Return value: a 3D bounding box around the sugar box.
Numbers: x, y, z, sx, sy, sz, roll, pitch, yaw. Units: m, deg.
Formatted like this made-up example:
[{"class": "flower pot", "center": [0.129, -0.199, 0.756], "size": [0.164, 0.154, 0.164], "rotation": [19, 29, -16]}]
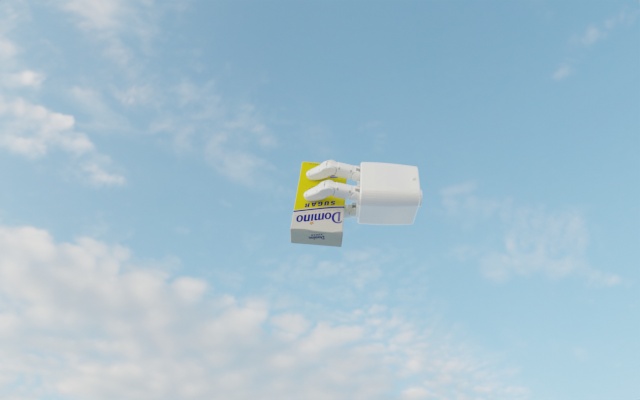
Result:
[{"class": "sugar box", "center": [0.000, 0.002, 0.885], "size": [0.093, 0.048, 0.176], "rotation": [4, 44, 2]}]
